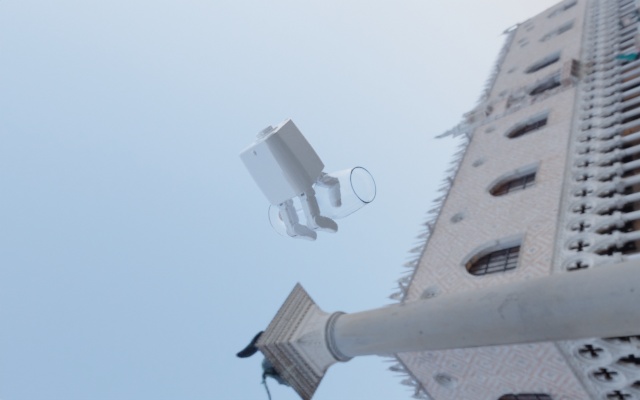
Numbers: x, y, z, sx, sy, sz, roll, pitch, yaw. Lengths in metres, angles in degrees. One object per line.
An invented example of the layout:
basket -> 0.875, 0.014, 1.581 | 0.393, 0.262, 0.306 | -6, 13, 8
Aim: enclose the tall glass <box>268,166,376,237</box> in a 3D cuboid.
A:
tall glass -> 0.000, 0.003, 0.825 | 0.201, 0.079, 0.079 | -22, -15, 42
